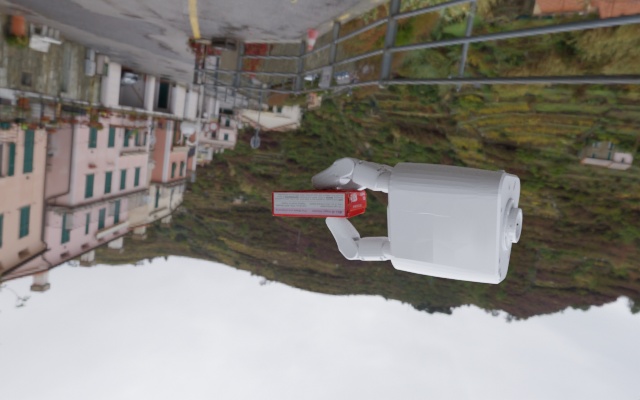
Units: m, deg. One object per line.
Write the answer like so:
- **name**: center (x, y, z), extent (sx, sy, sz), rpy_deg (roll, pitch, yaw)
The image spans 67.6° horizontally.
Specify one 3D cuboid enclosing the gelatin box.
- **gelatin box**: center (0.000, 0.002, 0.537), extent (0.089, 0.030, 0.073), rpy_deg (0, 2, 19)
